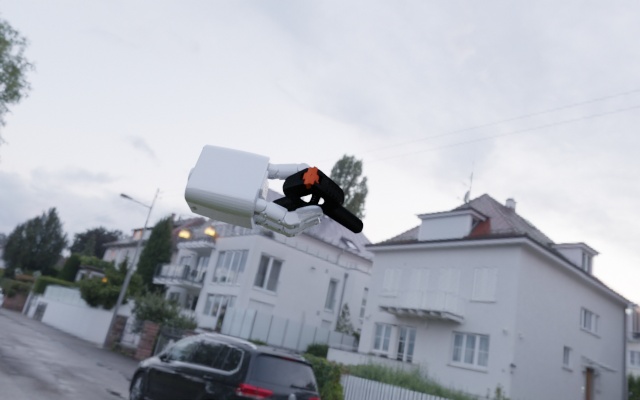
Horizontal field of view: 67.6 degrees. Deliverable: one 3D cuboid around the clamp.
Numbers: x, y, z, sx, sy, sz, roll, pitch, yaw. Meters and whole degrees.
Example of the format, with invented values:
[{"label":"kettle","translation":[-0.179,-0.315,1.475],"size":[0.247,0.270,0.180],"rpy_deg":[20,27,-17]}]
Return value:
[{"label":"clamp","translation":[0.000,0.001,0.742],"size":[0.164,0.036,0.210],"rpy_deg":[14,-18,0]}]
